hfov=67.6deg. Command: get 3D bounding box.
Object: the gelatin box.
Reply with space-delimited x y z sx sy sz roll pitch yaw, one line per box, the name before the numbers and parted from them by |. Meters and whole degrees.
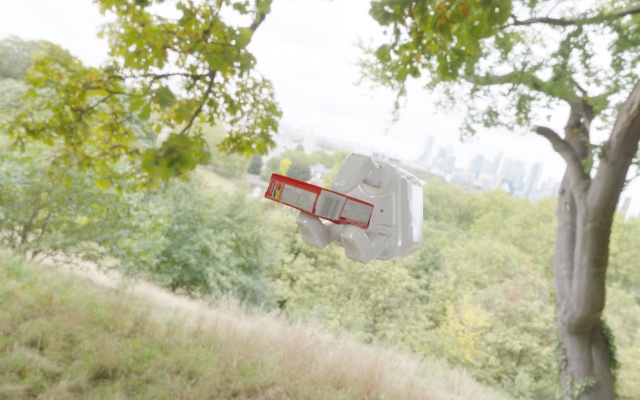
gelatin box | 0.000 0.001 0.487 0.073 0.030 0.089 19 2 42
